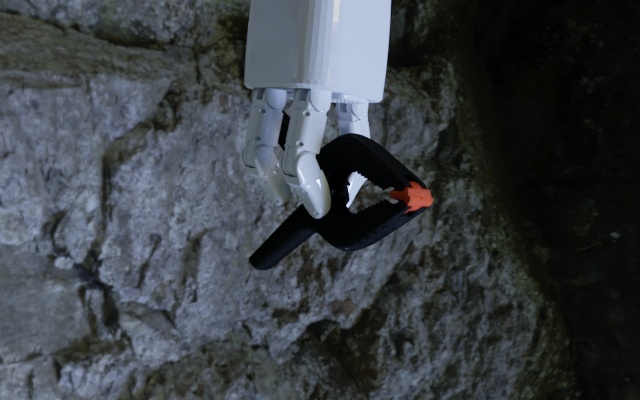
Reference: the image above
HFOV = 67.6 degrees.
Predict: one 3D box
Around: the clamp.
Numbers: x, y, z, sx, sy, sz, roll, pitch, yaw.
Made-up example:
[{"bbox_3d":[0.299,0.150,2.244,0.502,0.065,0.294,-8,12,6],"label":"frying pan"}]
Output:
[{"bbox_3d":[0.001,0.001,0.413,0.036,0.164,0.210,0,10,-41],"label":"clamp"}]
